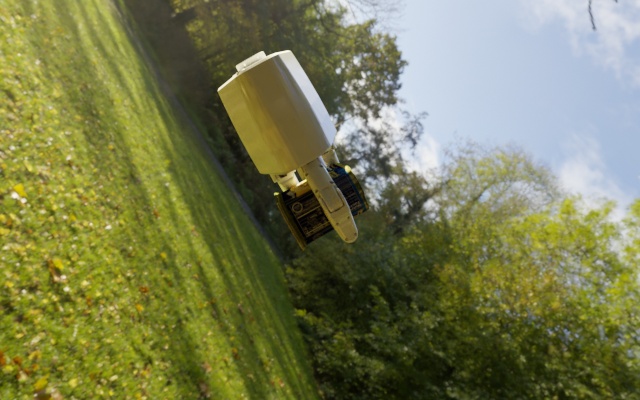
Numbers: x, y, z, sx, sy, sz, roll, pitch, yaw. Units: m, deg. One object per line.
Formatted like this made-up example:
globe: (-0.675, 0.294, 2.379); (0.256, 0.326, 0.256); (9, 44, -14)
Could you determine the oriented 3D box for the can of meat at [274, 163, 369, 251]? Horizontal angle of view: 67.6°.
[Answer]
can of meat: (0.000, 0.002, 0.523); (0.084, 0.057, 0.102); (-30, 11, -2)
